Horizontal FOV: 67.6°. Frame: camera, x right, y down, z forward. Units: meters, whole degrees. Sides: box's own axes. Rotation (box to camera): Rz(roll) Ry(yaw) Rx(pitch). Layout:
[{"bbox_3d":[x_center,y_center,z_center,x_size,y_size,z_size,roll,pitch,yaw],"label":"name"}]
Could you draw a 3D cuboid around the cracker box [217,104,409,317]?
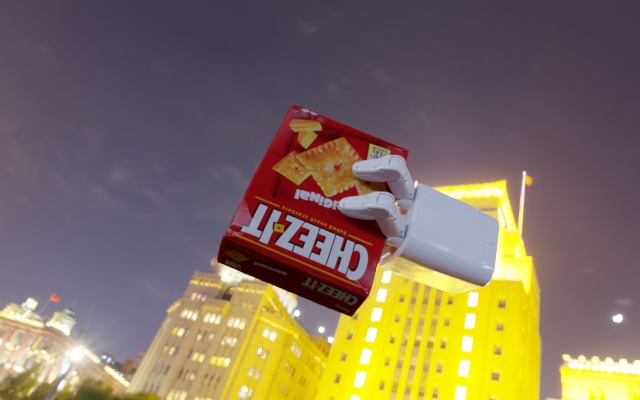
[{"bbox_3d":[0.000,0.002,0.561,0.164,0.213,0.072,22,-36,-1],"label":"cracker box"}]
